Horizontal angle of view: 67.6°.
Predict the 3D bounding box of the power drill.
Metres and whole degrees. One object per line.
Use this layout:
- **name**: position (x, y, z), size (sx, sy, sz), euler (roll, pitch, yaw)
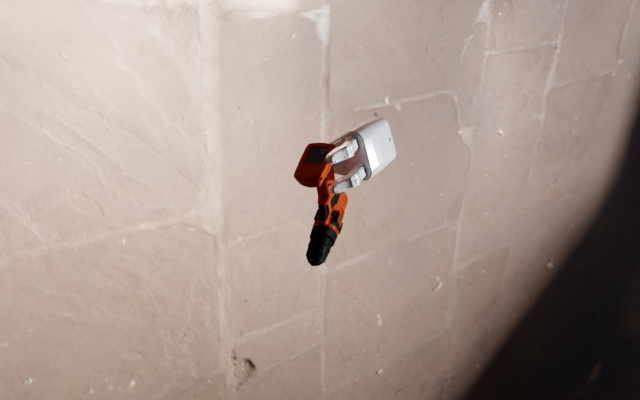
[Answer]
- **power drill**: position (0.000, 0.002, 0.882), size (0.057, 0.188, 0.184), euler (4, 46, 16)
